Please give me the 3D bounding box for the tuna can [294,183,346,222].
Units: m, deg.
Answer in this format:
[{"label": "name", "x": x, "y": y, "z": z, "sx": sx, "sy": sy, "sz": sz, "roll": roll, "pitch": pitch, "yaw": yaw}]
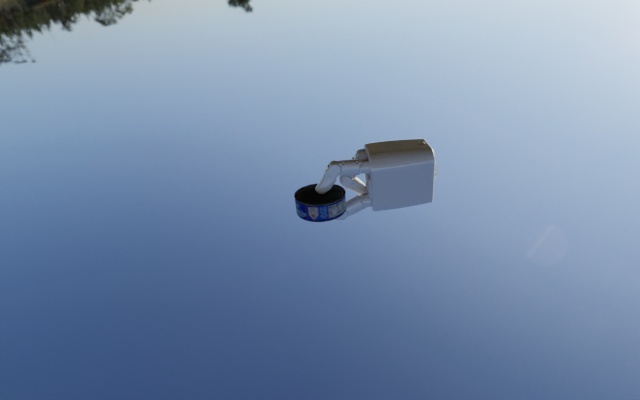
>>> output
[{"label": "tuna can", "x": 0.000, "y": 0.003, "z": 0.798, "sx": 0.086, "sy": 0.034, "sz": 0.086, "roll": -4, "pitch": 25, "yaw": 2}]
